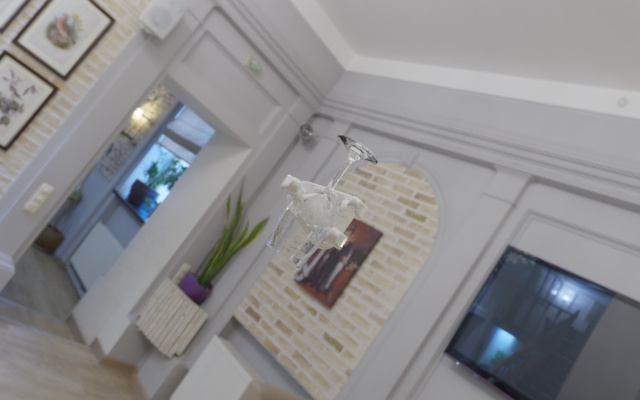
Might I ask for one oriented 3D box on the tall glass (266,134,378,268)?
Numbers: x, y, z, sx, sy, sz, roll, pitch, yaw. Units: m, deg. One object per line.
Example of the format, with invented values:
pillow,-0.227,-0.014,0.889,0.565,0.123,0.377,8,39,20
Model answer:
tall glass,0.000,0.002,0.721,0.079,0.201,0.079,34,-8,5
